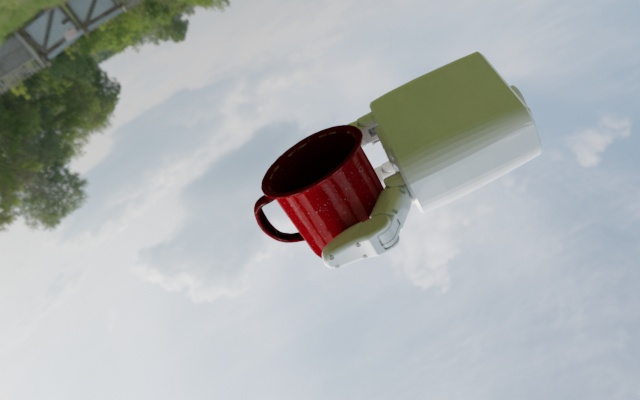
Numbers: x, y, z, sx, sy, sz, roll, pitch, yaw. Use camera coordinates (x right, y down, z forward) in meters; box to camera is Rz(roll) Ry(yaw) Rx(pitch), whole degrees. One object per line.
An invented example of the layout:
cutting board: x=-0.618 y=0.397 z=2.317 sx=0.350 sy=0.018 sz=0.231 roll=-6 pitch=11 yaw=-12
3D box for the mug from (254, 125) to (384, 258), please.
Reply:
mug: x=-0.001 y=0.002 z=0.406 sx=0.117 sy=0.081 sz=0.093 roll=-26 pitch=29 yaw=13
